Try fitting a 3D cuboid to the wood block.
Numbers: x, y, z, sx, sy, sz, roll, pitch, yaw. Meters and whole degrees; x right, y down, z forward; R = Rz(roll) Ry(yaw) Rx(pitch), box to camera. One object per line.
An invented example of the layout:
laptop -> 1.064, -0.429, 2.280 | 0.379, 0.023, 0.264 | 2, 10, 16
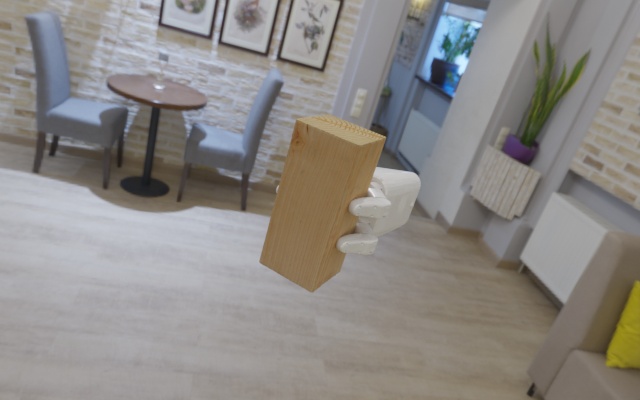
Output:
wood block -> 0.000, 0.002, 0.630 | 0.091, 0.206, 0.090 | 26, 24, 22
